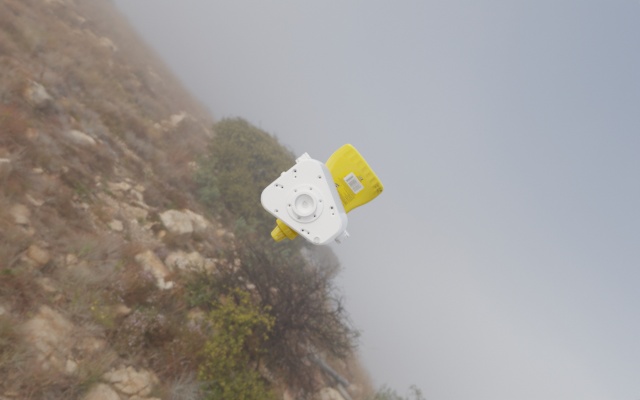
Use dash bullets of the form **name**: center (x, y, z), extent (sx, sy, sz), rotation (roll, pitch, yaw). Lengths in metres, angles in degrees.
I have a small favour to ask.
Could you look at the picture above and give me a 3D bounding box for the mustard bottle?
- **mustard bottle**: center (0.000, 0.002, 0.770), extent (0.191, 0.096, 0.058), rotation (-38, 21, 4)
